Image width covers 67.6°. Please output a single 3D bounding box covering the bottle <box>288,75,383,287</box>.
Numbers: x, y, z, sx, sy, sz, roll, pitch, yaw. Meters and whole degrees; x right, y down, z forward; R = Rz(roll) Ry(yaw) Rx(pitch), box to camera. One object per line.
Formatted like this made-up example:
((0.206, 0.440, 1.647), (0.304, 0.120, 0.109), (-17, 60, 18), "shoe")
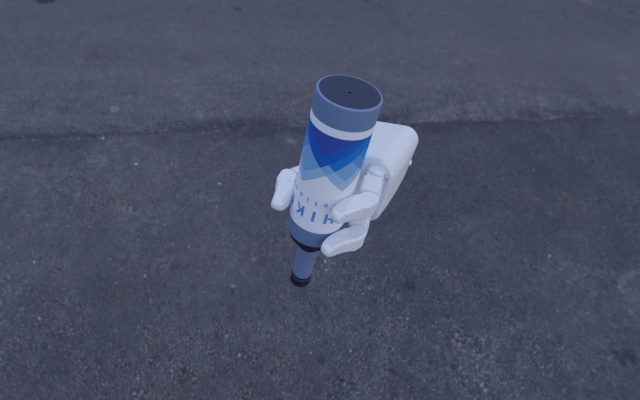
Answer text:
((0.000, 0.002, 0.557), (0.069, 0.296, 0.069), (8, 42, -7), "bottle")
